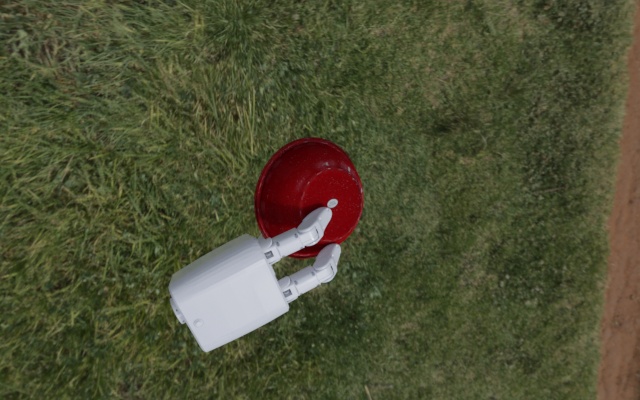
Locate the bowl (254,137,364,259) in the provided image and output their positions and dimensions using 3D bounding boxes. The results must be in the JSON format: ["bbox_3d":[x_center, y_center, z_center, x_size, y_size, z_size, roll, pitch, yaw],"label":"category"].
[{"bbox_3d":[0.001,0.001,0.606,0.162,0.162,0.055,0,9,-33],"label":"bowl"}]
